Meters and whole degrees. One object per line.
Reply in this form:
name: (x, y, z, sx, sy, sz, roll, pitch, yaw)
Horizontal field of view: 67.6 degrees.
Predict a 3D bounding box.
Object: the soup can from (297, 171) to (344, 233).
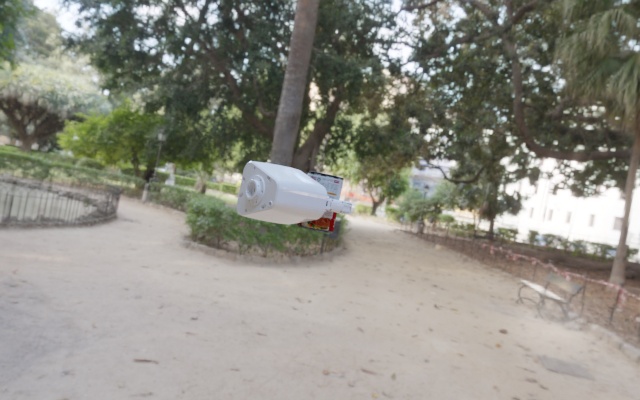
soup can: (0.001, 0.003, 0.868, 0.068, 0.102, 0.068, 11, 1, 0)
